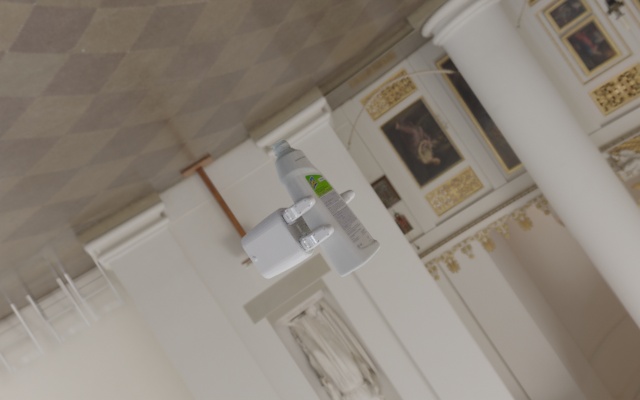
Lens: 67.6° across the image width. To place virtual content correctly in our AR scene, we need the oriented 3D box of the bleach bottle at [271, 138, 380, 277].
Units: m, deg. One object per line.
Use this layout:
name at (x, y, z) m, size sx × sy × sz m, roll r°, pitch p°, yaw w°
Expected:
bleach bottle at (0.000, 0.003, 0.824) m, size 0.068 × 0.251 × 0.102 m, roll -35°, pitch -2°, yaw 28°
